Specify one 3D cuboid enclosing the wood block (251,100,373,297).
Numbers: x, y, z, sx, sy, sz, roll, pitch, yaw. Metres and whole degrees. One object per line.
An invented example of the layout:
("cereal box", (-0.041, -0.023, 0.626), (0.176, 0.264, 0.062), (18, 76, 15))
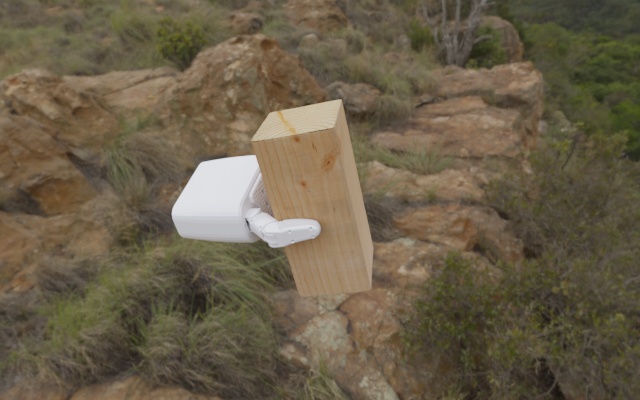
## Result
("wood block", (0.000, 0.002, 0.557), (0.090, 0.206, 0.090), (-8, 28, 14))
